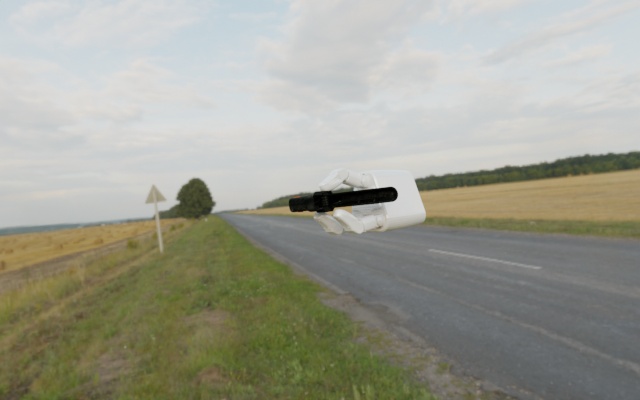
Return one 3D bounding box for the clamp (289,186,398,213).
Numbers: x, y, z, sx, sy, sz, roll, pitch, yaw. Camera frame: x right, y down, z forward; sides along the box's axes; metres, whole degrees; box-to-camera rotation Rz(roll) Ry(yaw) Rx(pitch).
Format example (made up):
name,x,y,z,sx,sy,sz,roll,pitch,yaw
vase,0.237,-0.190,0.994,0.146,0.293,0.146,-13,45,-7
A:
name,x,y,z,sx,sy,sz,roll,pitch,yaw
clamp,0.000,0.002,0.792,0.164,0.036,0.210,-5,-1,-37
